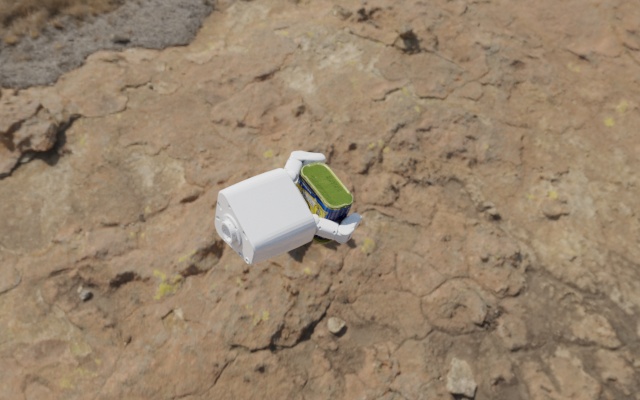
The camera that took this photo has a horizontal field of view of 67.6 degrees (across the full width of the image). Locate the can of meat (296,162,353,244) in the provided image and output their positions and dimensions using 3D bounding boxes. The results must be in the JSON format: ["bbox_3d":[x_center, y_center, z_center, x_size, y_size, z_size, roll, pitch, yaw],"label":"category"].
[{"bbox_3d":[0.000,0.002,0.753,0.057,0.102,0.084,-20,-33,-32],"label":"can of meat"}]
